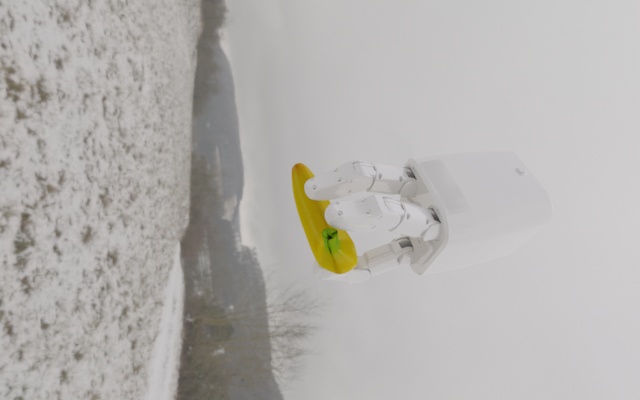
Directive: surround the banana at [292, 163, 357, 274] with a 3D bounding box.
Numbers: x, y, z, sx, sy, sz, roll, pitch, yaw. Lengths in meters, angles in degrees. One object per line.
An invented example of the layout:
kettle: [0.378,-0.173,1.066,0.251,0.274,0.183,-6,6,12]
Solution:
banana: [0.003,0.020,0.464,0.037,0.070,0.197,-11,22,-9]
